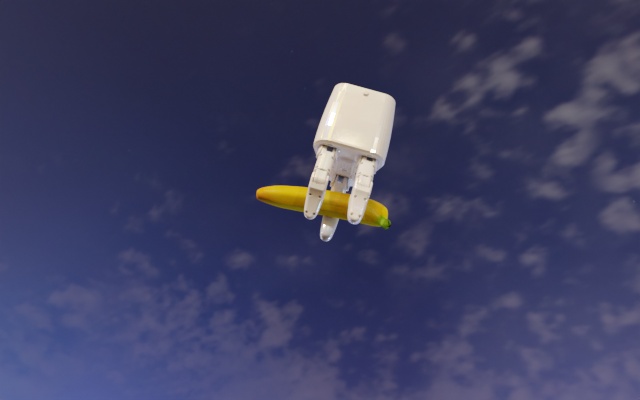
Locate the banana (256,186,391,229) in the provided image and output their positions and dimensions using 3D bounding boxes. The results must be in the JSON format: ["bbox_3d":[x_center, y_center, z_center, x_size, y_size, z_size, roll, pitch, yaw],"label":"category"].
[{"bbox_3d":[0.010,0.004,0.654,0.198,0.037,0.069,11,-1,23],"label":"banana"}]
